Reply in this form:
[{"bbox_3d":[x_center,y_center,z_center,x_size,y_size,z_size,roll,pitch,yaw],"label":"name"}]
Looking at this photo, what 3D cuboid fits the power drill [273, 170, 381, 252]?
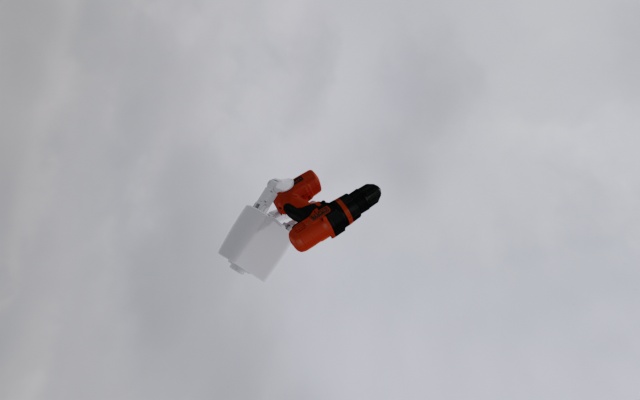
[{"bbox_3d":[0.000,0.003,0.891,0.184,0.057,0.187,-31,29,-12],"label":"power drill"}]
